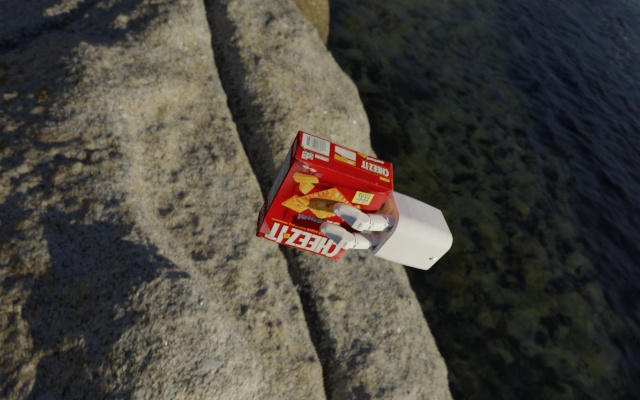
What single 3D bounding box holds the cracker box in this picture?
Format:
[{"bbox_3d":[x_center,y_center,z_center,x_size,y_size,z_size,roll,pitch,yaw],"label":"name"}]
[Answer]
[{"bbox_3d":[0.000,0.002,0.803,0.164,0.072,0.214,18,-44,-13],"label":"cracker box"}]
